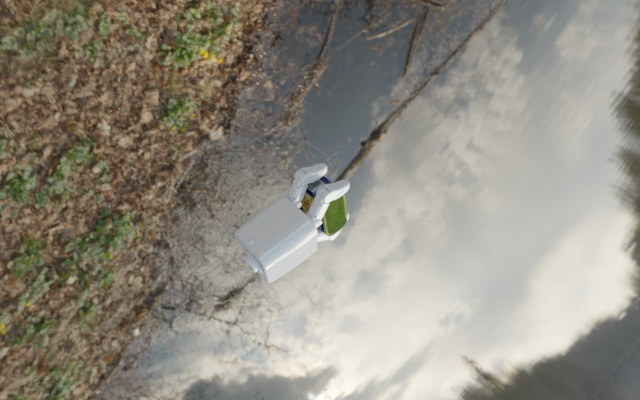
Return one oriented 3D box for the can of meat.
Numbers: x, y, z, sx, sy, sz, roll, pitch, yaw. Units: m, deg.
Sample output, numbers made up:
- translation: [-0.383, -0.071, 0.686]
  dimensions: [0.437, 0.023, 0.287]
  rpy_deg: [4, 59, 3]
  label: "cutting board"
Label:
- translation: [0.000, 0.003, 0.838]
  dimensions: [0.057, 0.102, 0.084]
  rpy_deg: [-34, 52, -20]
  label: "can of meat"
